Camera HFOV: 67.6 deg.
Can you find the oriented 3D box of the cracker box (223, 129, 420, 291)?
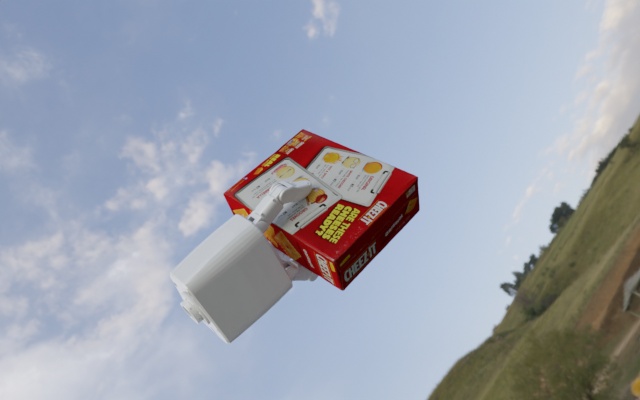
[{"bbox_3d":[0.000,0.002,0.648,0.213,0.072,0.164,28,59,36],"label":"cracker box"}]
